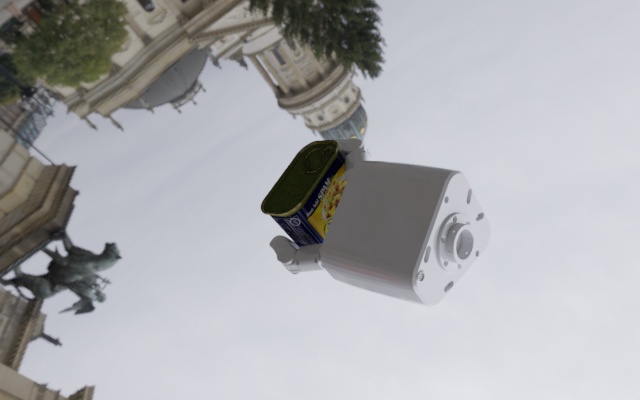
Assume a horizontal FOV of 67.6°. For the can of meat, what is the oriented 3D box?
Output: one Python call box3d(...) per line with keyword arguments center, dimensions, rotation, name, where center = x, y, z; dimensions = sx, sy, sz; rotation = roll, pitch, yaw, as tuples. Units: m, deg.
box3d(center=(0.000, 0.002, 0.502), dimensions=(0.057, 0.102, 0.084), rotation=(4, -38, 46), name="can of meat")
